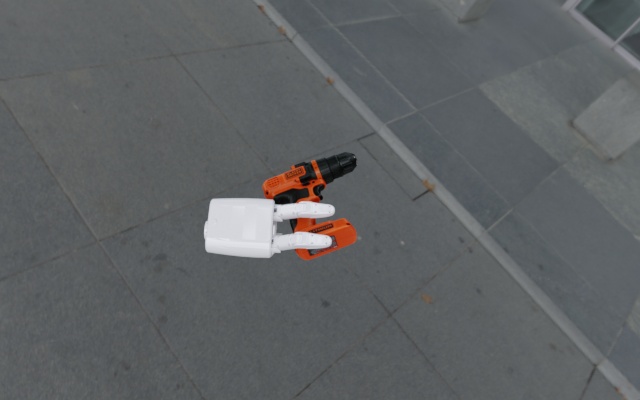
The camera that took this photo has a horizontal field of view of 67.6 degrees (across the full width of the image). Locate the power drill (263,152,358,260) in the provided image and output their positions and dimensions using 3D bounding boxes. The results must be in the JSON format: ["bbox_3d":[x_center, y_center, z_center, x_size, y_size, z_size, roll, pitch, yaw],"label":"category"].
[{"bbox_3d":[0.000,0.003,0.847,0.184,0.187,0.057,-22,-42,1],"label":"power drill"}]
